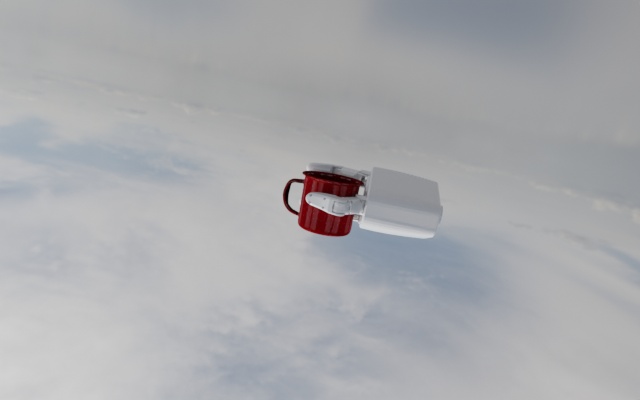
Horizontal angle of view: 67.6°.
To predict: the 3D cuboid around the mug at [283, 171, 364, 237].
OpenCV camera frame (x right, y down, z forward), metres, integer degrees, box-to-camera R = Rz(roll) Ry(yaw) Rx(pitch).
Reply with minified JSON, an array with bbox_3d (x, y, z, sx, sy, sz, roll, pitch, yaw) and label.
[{"bbox_3d":[-0.001,0.002,0.713,0.117,0.081,0.093,11,10,5],"label":"mug"}]
